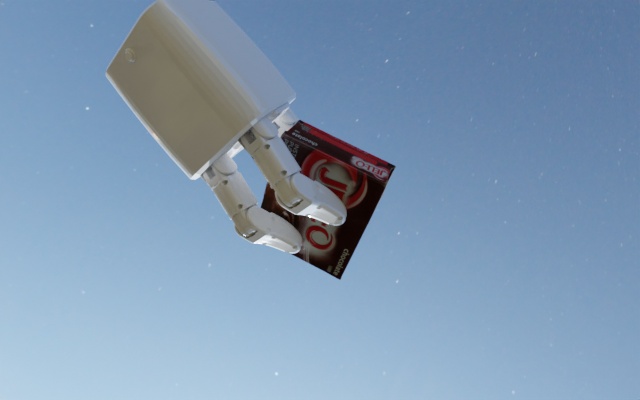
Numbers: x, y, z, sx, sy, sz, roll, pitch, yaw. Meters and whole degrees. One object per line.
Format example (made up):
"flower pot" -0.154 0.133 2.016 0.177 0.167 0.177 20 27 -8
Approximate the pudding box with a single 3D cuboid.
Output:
"pudding box" 0.000 0.001 0.403 0.090 0.114 0.039 27 39 8
